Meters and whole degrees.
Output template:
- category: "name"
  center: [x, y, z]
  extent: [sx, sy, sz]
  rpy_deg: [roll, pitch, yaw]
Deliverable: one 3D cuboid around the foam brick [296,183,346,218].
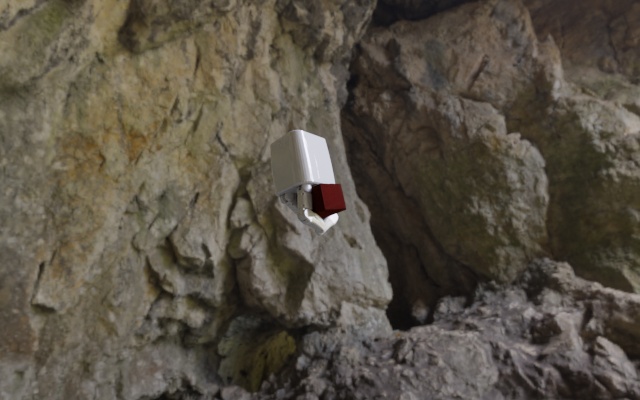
- category: "foam brick"
  center: [0.000, 0.003, 0.891]
  extent: [0.053, 0.051, 0.078]
  rpy_deg: [1, -16, -40]
